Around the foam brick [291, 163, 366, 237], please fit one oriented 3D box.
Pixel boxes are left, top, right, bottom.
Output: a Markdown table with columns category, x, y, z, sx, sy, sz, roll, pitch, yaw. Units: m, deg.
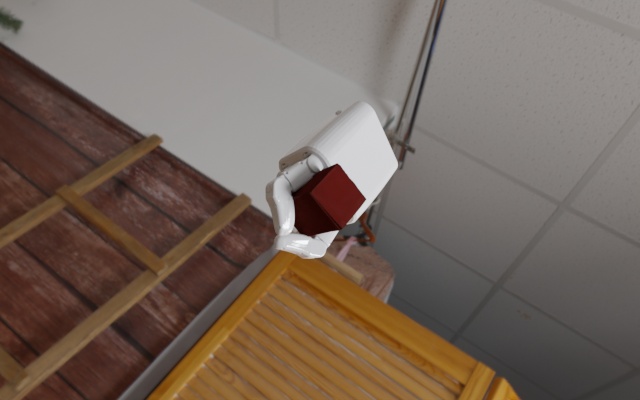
| category | x | y | z | sx | sy | sz | roll | pitch | yaw |
| --- | --- | --- | --- | --- | --- | --- | --- | --- | --- |
| foam brick | 0.000 | 0.002 | 0.519 | 0.051 | 0.053 | 0.078 | -46 | 15 | -30 |
